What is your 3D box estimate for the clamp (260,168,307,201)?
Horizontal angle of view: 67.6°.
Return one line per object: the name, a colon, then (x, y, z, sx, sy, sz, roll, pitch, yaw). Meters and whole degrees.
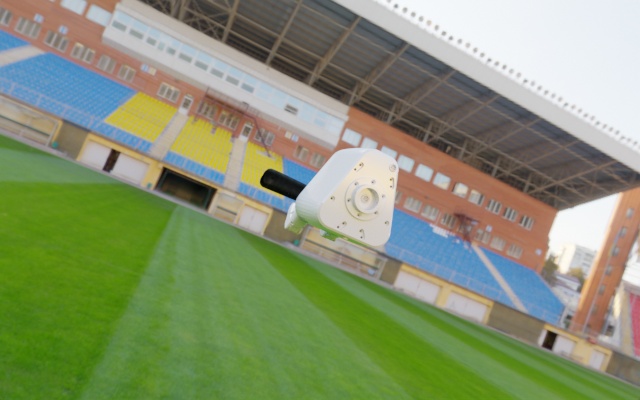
clamp: (0.001, 0.002, 0.716, 0.210, 0.036, 0.164, 24, -1, -15)
